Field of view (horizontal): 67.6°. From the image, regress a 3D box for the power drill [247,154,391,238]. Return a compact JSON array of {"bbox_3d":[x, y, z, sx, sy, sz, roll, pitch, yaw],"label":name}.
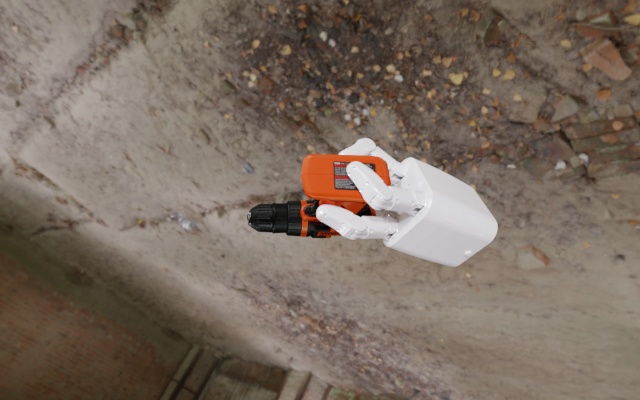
[{"bbox_3d":[0.000,0.002,0.619,0.184,0.057,0.188,-1,-18,-11],"label":"power drill"}]
